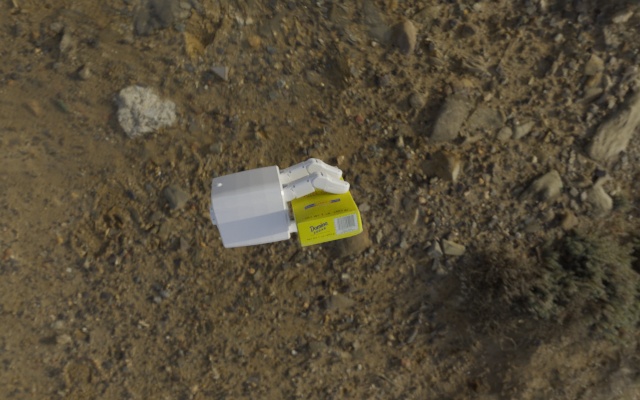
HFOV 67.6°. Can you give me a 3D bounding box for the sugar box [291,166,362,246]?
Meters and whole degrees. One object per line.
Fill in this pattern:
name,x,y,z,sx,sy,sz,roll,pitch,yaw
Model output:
sugar box,0.000,0.002,0.754,0.093,0.048,0.176,-12,29,-5
